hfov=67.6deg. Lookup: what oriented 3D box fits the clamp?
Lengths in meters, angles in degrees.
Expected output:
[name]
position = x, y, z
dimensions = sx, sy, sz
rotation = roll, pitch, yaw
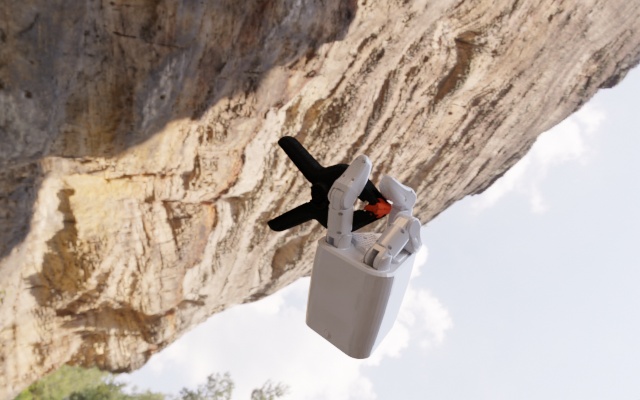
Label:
[clamp]
position = 0.001, 0.002, 0.559
dimensions = 0.171, 0.120, 0.039
rotation = 26, 24, 39
